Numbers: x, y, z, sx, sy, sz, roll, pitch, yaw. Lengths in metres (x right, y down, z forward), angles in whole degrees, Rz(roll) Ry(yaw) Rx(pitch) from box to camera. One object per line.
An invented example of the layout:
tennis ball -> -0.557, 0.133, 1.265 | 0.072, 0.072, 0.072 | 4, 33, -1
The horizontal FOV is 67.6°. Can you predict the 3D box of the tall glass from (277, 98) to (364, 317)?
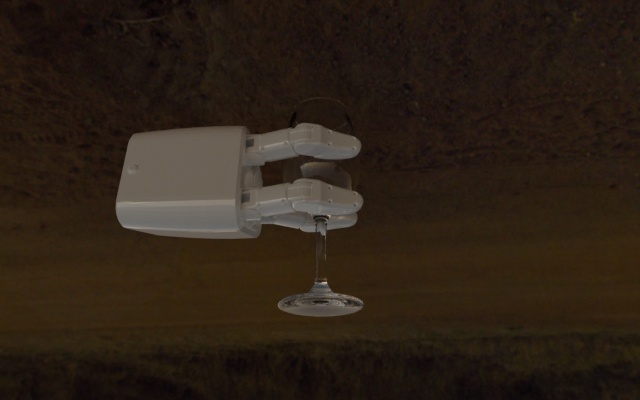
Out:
tall glass -> 0.000, 0.002, 0.451 | 0.079, 0.201, 0.079 | 0, -26, 0
